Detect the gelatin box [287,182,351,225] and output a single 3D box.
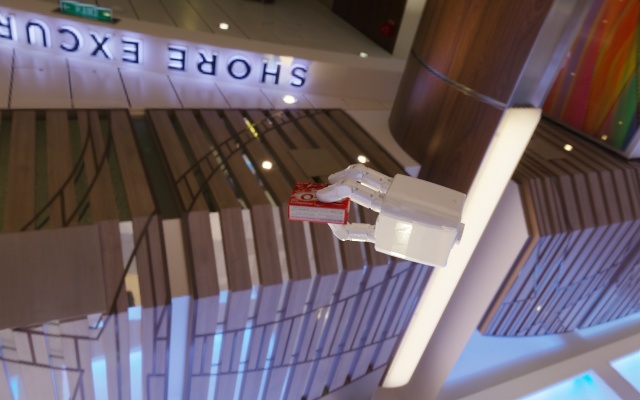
[{"bbox_3d":[0.000,0.003,0.719,0.089,0.030,0.073,4,30,6],"label":"gelatin box"}]
